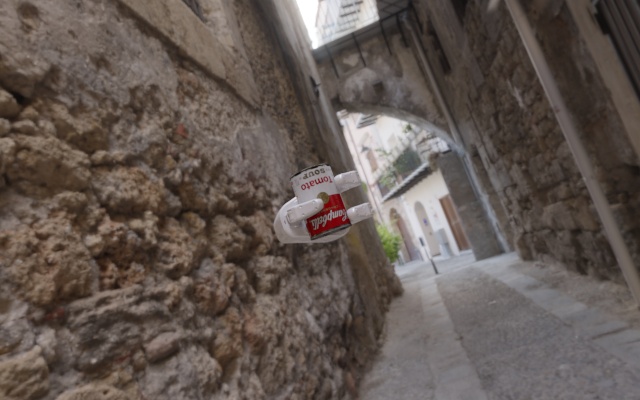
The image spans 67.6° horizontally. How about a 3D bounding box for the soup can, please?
[{"bbox_3d":[0.000,0.002,0.738,0.068,0.102,0.068,-19,-8,-3],"label":"soup can"}]
